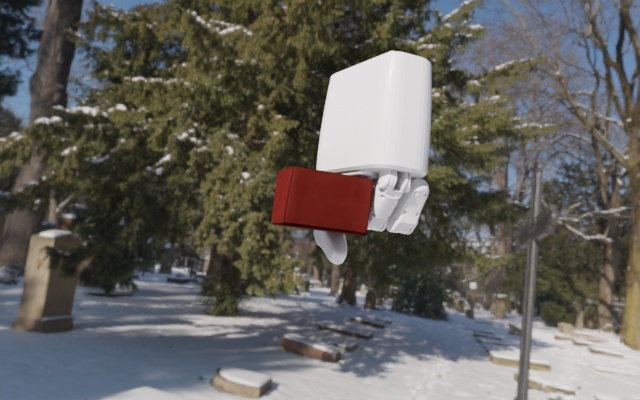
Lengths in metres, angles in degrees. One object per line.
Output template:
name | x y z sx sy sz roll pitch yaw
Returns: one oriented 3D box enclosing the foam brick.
foam brick | 0.000 0.001 0.431 0.078 0.051 0.053 8 -3 -19
